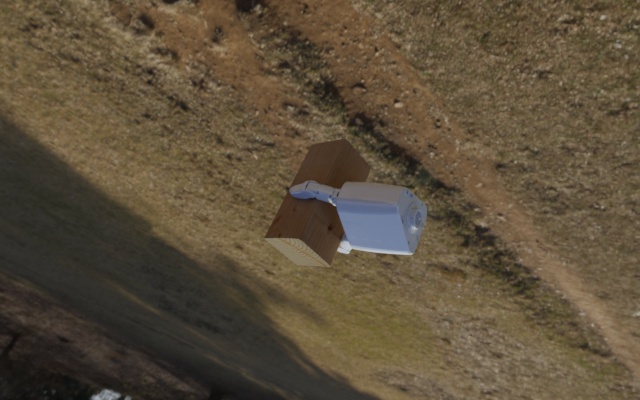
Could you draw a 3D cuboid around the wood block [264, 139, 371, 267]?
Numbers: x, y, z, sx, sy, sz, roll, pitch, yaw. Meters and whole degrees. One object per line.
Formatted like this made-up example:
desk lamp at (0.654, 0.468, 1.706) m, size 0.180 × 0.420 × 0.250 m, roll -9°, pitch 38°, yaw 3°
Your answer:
wood block at (0.000, 0.003, 0.839) m, size 0.090 × 0.206 × 0.091 m, roll -4°, pitch -38°, yaw 44°
